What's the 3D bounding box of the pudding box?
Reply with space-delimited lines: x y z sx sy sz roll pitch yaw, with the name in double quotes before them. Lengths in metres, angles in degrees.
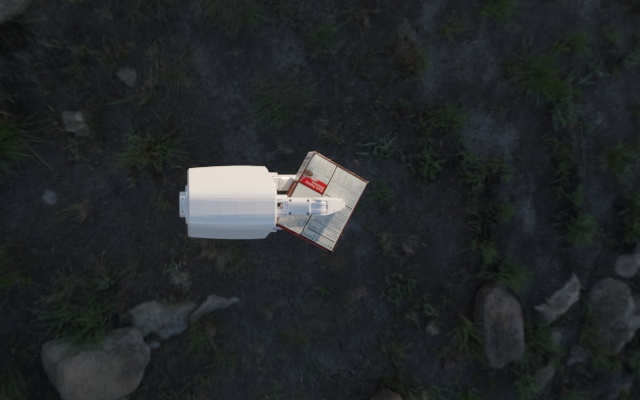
"pudding box" 0.000 0.002 0.653 0.090 0.113 0.039 29 -3 -13
